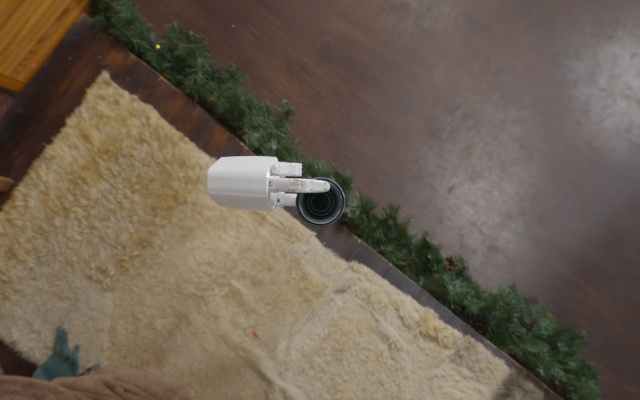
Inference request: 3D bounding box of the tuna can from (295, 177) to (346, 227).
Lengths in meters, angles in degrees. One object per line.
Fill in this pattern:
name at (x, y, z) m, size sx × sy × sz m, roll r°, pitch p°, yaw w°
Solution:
tuna can at (0.000, 0.003, 0.813) m, size 0.086 × 0.086 × 0.034 m, roll 0°, pitch -1°, yaw 1°
